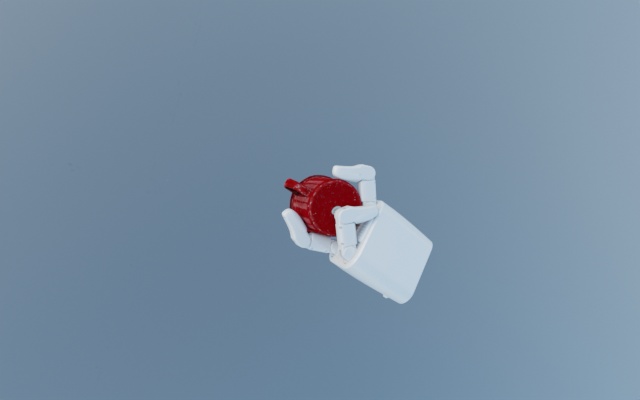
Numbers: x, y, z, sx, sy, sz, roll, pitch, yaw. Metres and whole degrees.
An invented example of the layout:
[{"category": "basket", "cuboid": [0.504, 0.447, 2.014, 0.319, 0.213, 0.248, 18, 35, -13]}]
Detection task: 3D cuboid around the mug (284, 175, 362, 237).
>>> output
[{"category": "mug", "cuboid": [-0.001, 0.001, 0.691, 0.117, 0.093, 0.081, 35, -8, -17]}]
